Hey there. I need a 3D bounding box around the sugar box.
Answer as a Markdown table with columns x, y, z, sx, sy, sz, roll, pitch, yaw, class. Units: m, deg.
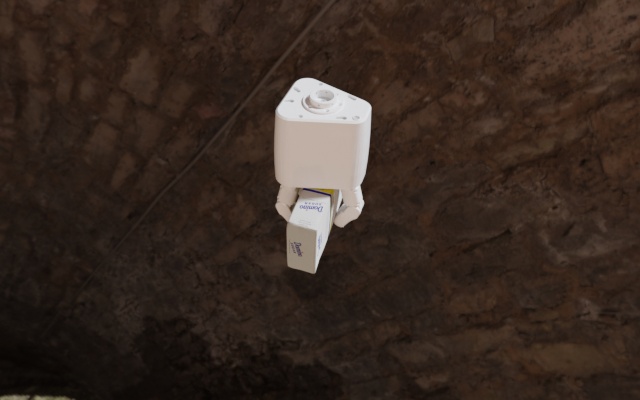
| x | y | z | sx | sy | sz | roll | pitch | yaw | class |
| --- | --- | --- | --- | --- | --- | --- | --- | --- | --- |
| 0.000 | 0.002 | 0.660 | 0.048 | 0.093 | 0.176 | 15 | 48 | 11 | sugar box |
